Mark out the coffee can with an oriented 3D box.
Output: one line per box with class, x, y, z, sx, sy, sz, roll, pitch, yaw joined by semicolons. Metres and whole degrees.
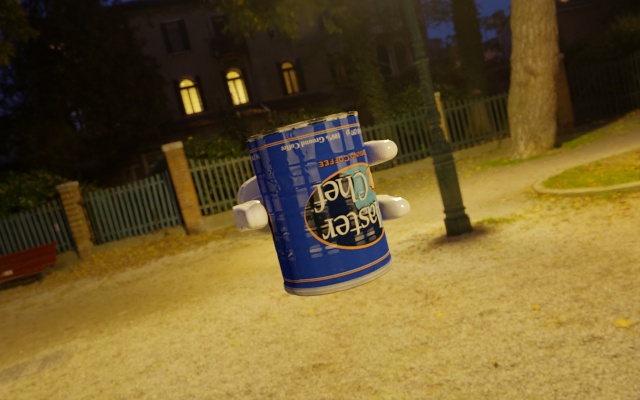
coffee can;0.000;0.002;0.430;0.103;0.140;0.103;-14;6;1
